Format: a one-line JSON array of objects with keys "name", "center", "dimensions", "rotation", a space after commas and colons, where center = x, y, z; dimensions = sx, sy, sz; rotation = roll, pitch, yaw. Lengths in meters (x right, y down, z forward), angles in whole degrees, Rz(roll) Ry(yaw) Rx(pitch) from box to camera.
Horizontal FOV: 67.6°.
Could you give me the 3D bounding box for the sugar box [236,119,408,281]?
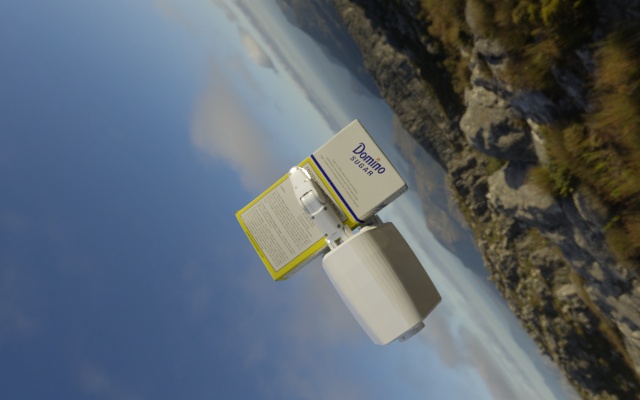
[{"name": "sugar box", "center": [0.000, 0.002, 0.532], "dimensions": [0.176, 0.093, 0.048], "rotation": [-36, -14, 7]}]
